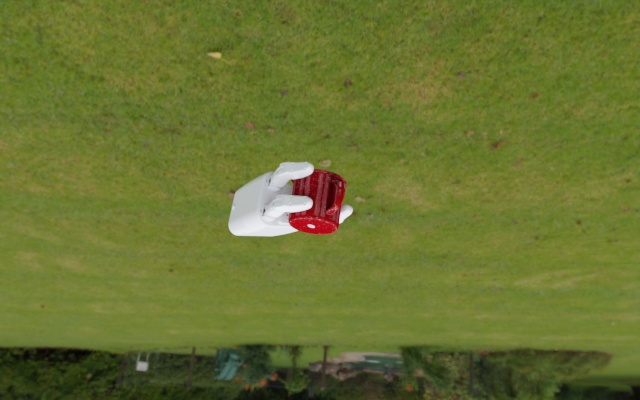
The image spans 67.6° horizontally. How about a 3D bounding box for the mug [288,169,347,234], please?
[{"bbox_3d":[0.001,0.002,0.761,0.093,0.081,0.117,21,-26,-32],"label":"mug"}]
